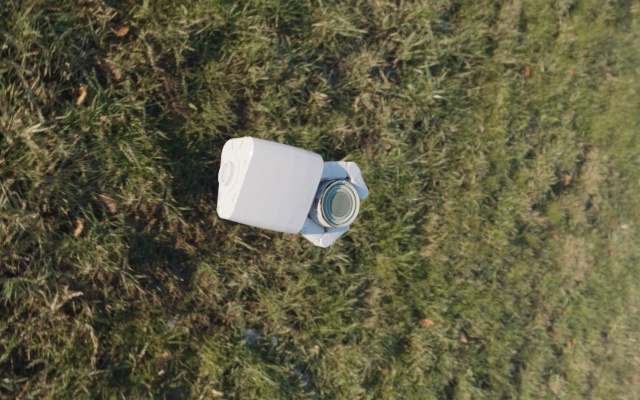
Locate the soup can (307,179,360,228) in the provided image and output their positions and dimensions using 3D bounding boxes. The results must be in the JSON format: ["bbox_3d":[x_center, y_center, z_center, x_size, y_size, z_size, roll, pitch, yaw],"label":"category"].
[{"bbox_3d":[0.001,0.002,0.688,0.068,0.068,0.102,0,3,-34],"label":"soup can"}]
